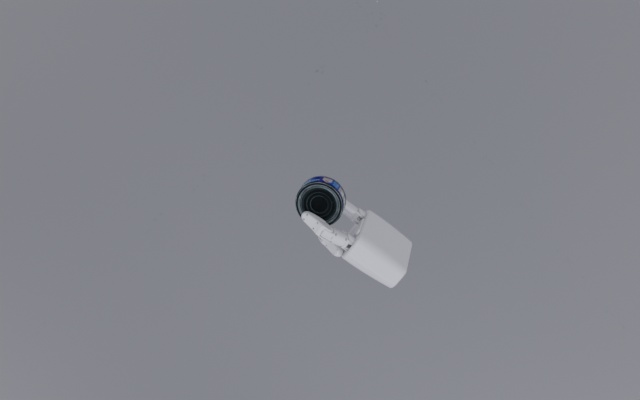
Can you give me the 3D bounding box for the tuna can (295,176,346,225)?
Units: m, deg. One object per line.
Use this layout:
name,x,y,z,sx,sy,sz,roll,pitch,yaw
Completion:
tuna can,0.000,0.003,0.830,0.086,0.086,0.033,0,19,11
